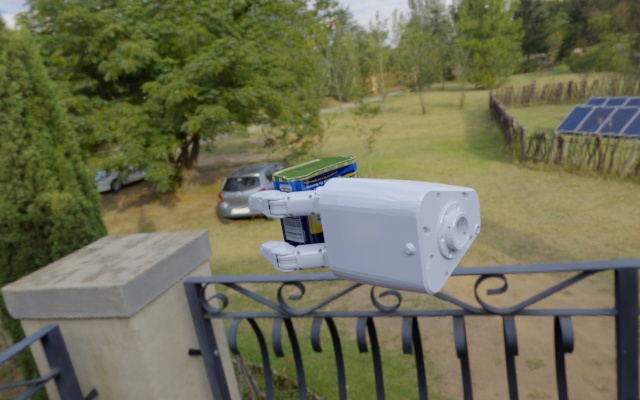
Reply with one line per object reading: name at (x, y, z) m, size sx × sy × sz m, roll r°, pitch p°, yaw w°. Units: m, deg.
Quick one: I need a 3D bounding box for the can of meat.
can of meat at (0.000, 0.001, 0.522) m, size 0.102 × 0.084 × 0.057 m, roll -22°, pitch 20°, yaw -39°
